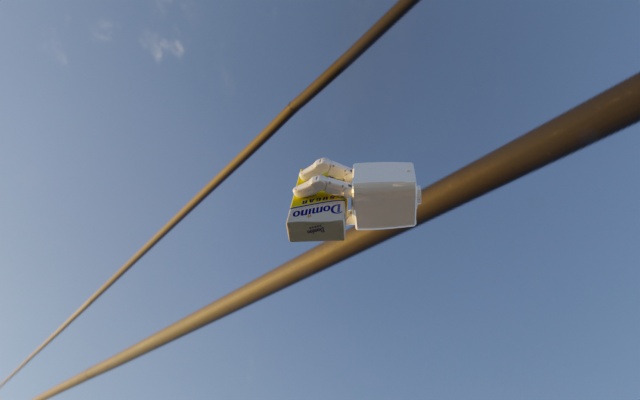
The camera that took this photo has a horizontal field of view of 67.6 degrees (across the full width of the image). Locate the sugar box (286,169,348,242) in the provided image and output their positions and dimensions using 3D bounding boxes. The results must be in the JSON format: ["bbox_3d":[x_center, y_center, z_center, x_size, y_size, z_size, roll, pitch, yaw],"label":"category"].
[{"bbox_3d":[0.000,0.002,0.828,0.093,0.048,0.176,-3,30,7],"label":"sugar box"}]
